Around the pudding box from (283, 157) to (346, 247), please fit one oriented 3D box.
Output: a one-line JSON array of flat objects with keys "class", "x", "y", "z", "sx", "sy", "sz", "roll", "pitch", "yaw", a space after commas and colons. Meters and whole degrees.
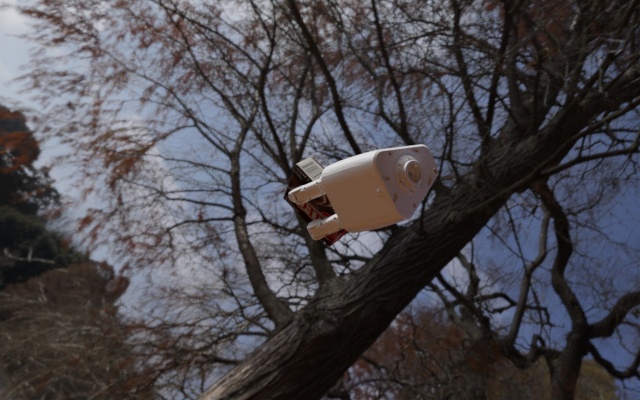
[{"class": "pudding box", "x": 0.000, "y": 0.002, "z": 0.725, "sx": 0.039, "sy": 0.113, "sz": 0.090, "roll": -31, "pitch": -20, "yaw": -35}]
